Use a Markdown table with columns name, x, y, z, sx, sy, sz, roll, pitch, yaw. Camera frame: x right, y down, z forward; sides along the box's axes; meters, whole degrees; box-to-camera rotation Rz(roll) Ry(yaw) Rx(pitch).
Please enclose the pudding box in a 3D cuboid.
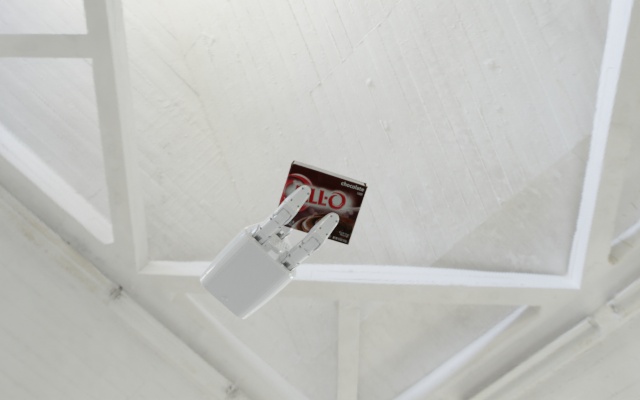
| name | x | y | z | sx | sy | sz | roll | pitch | yaw |
| --- | --- | --- | --- | --- | --- | --- | --- | --- | --- |
| pudding box | 0.000 | 0.002 | 0.678 | 0.113 | 0.090 | 0.039 | 16 | 14 | -4 |
